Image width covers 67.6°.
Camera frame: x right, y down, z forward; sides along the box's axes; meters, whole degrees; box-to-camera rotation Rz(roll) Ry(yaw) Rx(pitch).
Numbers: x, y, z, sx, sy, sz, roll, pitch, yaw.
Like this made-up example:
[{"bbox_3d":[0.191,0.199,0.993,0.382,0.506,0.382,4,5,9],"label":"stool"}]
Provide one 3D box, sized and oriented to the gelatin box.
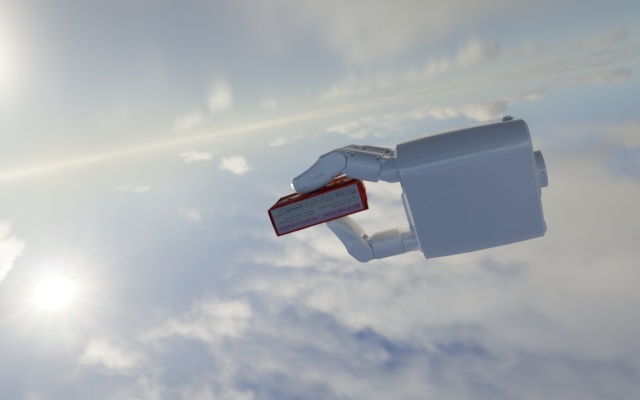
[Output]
[{"bbox_3d":[0.000,0.002,0.456,0.089,0.030,0.073,-18,7,7],"label":"gelatin box"}]
